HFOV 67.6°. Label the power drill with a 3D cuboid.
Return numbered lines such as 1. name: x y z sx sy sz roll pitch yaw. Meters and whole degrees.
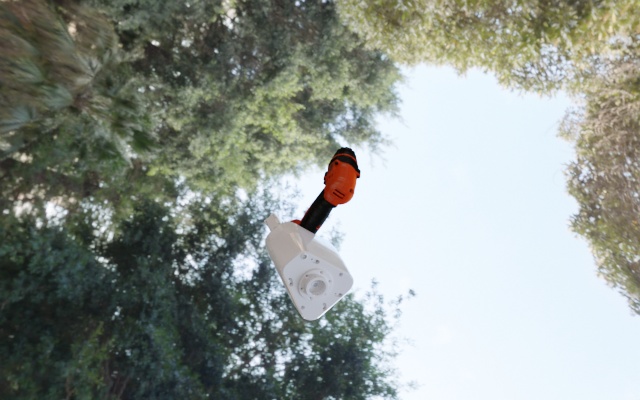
1. power drill: 0.000 0.003 0.815 0.057 0.188 0.184 31 24 -6
